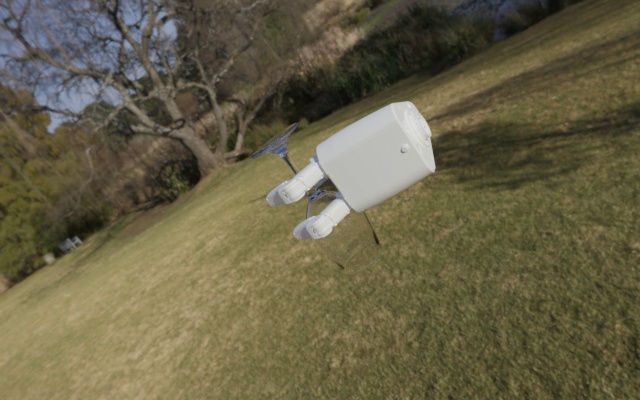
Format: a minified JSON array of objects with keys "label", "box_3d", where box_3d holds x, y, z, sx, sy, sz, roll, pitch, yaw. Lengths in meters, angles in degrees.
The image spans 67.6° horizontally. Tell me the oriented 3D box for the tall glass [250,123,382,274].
[{"label":"tall glass","box_3d":[0.000,0.002,0.619,0.079,0.201,0.079,-34,15,10]}]
